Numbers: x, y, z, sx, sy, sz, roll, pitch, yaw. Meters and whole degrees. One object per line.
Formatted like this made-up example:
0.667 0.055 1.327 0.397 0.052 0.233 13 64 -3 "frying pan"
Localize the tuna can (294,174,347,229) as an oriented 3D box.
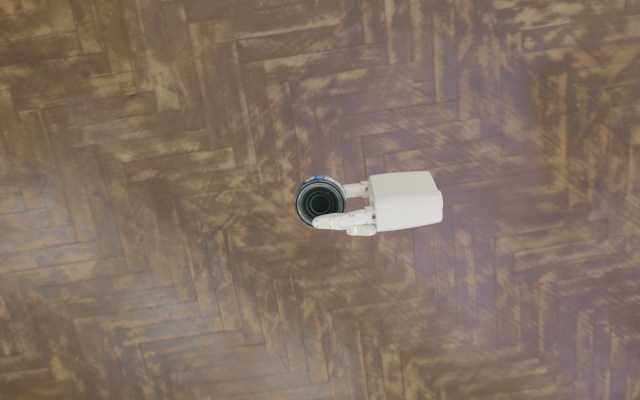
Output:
0.000 0.003 0.782 0.086 0.086 0.033 0 17 4 "tuna can"
